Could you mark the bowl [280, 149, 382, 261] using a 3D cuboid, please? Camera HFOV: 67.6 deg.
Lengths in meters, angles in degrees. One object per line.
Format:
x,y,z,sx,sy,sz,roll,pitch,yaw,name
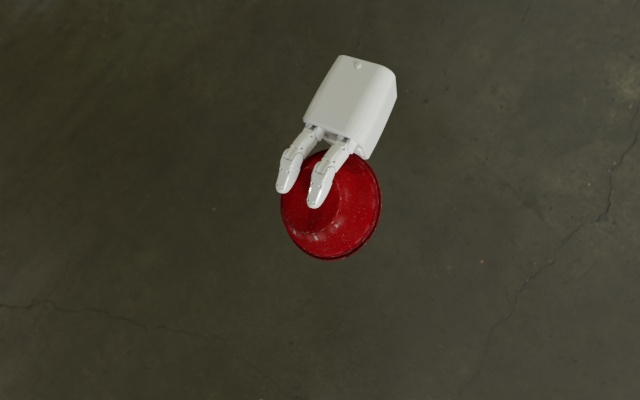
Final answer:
0.000,0.003,0.660,0.162,0.162,0.055,0,-6,30,bowl
